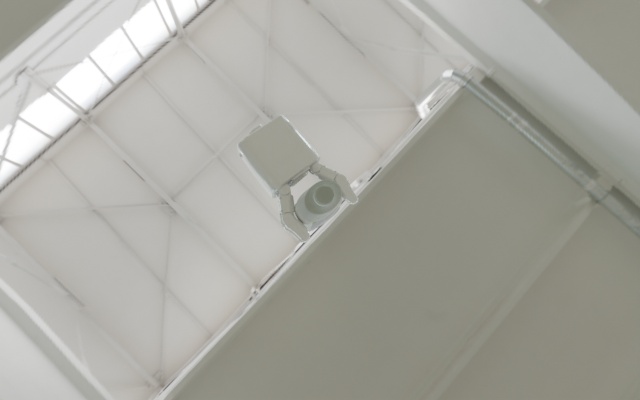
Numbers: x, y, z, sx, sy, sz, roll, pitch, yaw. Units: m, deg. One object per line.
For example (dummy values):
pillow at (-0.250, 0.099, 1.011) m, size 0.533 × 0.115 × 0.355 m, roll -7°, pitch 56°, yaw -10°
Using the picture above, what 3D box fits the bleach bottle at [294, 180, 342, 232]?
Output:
bleach bottle at (0.000, 0.003, 0.841) m, size 0.102 × 0.068 × 0.251 m, roll -38°, pitch -2°, yaw -9°
